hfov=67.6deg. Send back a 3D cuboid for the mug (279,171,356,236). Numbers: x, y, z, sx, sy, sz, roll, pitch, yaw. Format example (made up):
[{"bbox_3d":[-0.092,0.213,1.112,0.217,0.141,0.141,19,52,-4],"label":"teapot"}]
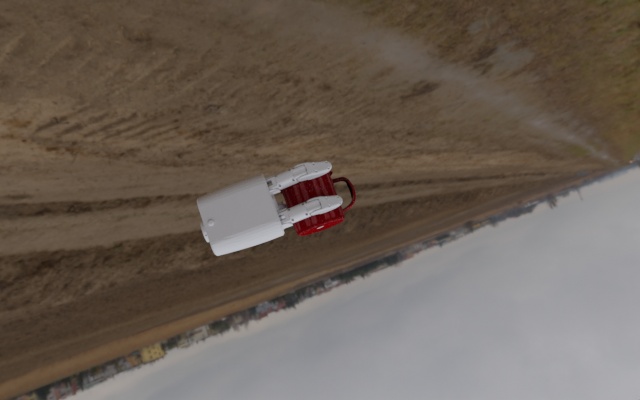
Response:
[{"bbox_3d":[0.002,0.002,0.766,0.117,0.081,0.093,-19,-9,-4],"label":"mug"}]
